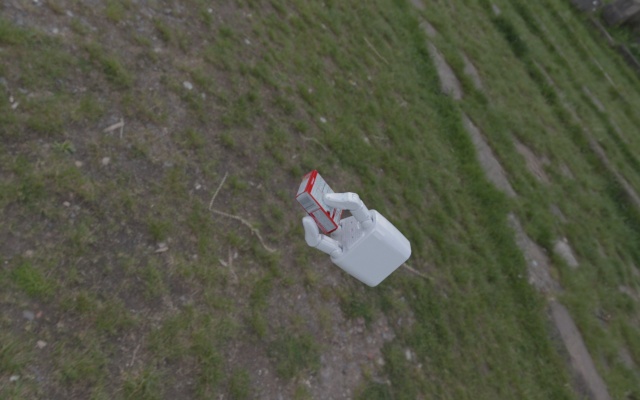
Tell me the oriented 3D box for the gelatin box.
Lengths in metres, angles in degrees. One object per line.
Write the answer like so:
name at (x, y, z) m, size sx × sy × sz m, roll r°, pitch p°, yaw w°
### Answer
gelatin box at (0.000, 0.002, 0.815) m, size 0.030 × 0.089 × 0.073 m, roll -29°, pitch 23°, yaw 27°
